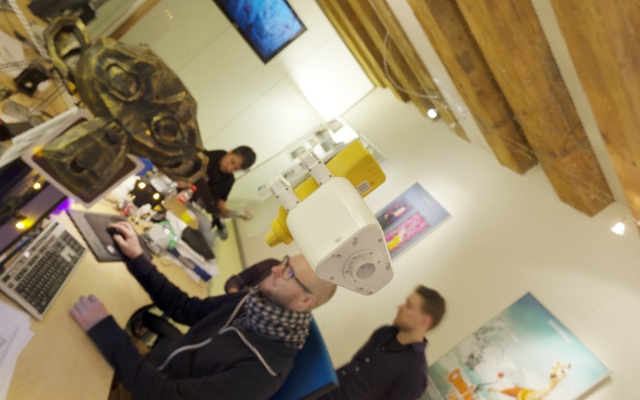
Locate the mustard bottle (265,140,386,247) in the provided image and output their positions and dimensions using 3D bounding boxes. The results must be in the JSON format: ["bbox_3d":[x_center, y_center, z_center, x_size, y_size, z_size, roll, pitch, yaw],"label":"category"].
[{"bbox_3d":[0.000,0.002,0.676,0.191,0.058,0.096,-39,-27,5],"label":"mustard bottle"}]
